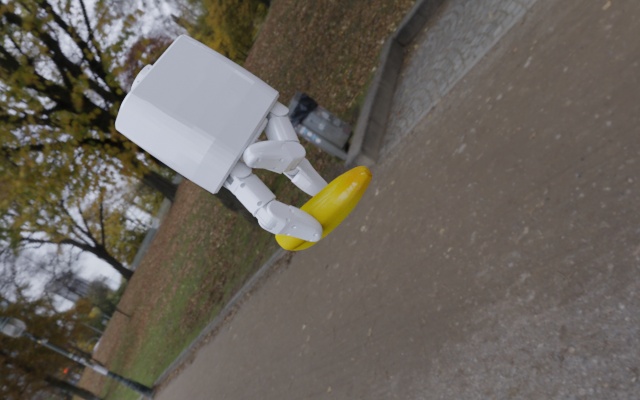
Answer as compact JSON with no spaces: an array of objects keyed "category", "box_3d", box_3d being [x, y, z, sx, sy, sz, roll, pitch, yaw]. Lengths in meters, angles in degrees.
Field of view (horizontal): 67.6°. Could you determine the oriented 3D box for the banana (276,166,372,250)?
[{"category":"banana","box_3d":[-0.010,0.018,0.498,0.037,0.069,0.198,34,-23,-10]}]
